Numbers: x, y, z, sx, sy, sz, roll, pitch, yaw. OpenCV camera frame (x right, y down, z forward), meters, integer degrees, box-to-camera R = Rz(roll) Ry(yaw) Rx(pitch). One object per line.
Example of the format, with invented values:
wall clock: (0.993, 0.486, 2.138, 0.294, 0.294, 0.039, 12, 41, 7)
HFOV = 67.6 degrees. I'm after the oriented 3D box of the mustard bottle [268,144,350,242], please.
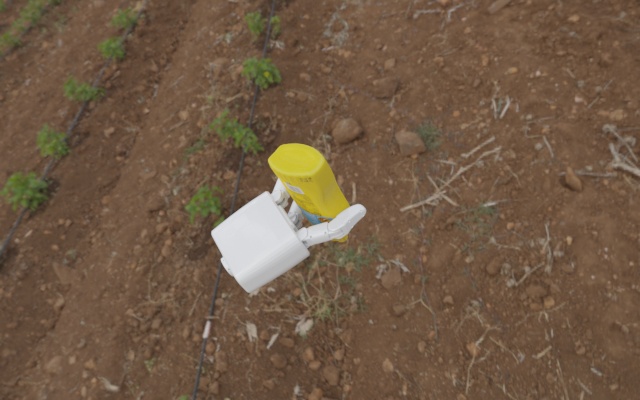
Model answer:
mustard bottle: (0.000, 0.002, 0.714, 0.096, 0.058, 0.192, 20, -28, 40)
